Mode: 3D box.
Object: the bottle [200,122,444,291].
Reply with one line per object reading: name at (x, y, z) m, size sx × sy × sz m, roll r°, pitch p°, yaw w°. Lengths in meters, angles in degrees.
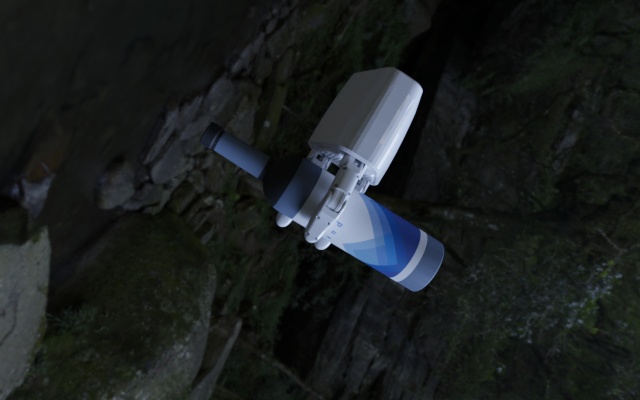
bottle at (0.000, 0.002, 0.539) m, size 0.296 × 0.069 × 0.069 m, roll 31°, pitch -5°, yaw -9°
